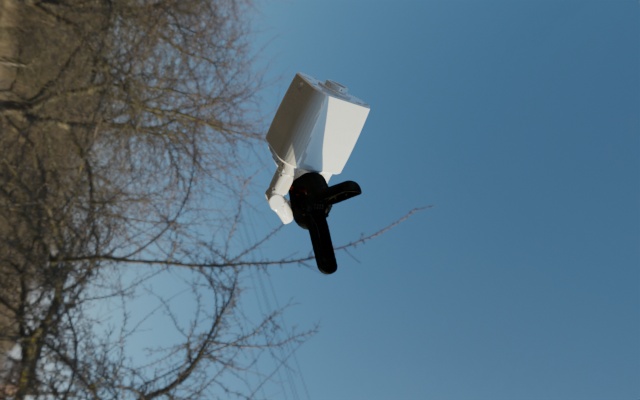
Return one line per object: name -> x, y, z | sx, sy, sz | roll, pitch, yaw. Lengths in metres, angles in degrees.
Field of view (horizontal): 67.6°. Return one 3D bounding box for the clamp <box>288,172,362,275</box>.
clamp -> 0.001, 0.002, 0.628 | 0.039, 0.120, 0.171 | 14, 24, -31
